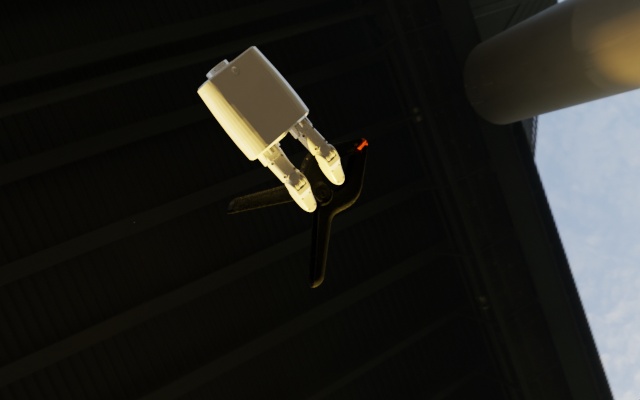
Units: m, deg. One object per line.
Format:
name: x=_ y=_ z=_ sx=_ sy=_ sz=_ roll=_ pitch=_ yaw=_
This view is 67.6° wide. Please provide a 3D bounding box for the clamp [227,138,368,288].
clamp: x=0.000 y=0.002 z=0.653 sx=0.210 sy=0.164 sz=0.036 roll=-44 pitch=17 yaw=-17
